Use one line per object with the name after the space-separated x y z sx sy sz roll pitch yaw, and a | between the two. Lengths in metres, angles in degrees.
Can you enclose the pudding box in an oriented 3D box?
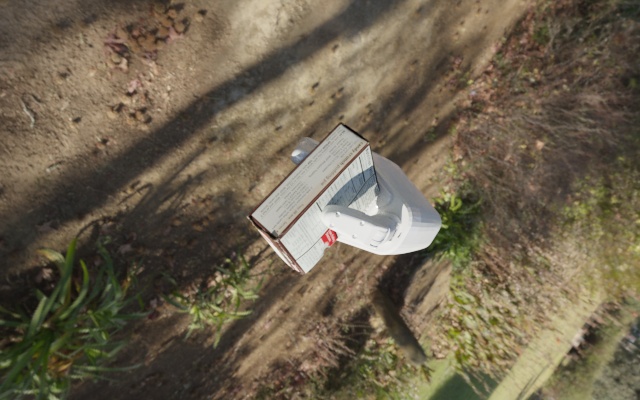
0.000 0.001 0.413 0.039 0.113 0.090 36 -14 27 | pudding box
